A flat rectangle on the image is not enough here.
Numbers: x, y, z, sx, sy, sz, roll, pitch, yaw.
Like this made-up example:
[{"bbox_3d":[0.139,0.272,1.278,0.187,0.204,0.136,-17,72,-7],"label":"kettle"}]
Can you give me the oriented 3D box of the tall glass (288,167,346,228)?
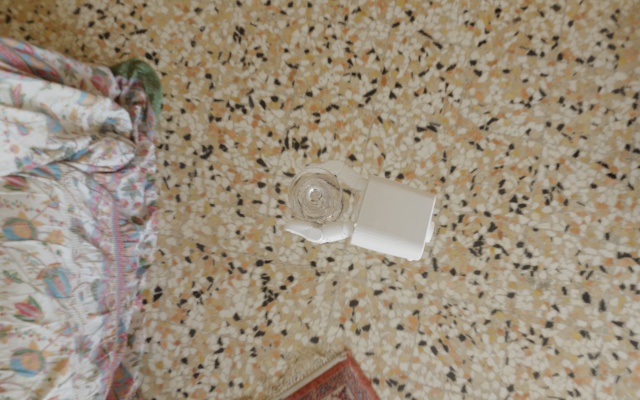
[{"bbox_3d":[0.000,0.002,0.746,0.079,0.079,0.201,0,-6,4],"label":"tall glass"}]
